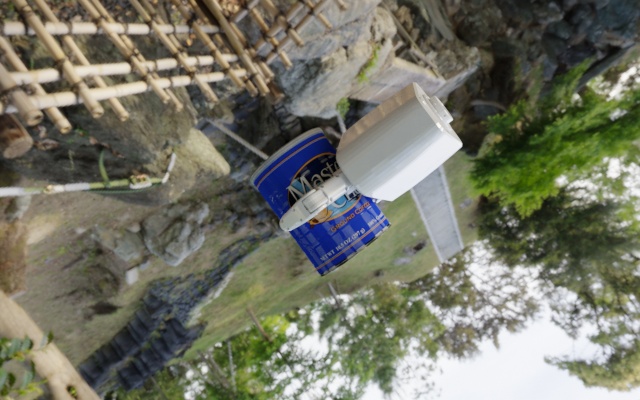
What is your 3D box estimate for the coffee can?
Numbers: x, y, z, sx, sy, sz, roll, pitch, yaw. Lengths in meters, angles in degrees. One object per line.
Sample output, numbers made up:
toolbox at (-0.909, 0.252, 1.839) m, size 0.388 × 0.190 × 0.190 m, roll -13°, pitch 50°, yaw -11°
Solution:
coffee can at (0.000, 0.002, 0.557) m, size 0.103 × 0.140 × 0.103 m, roll -36°, pitch -3°, yaw -2°
